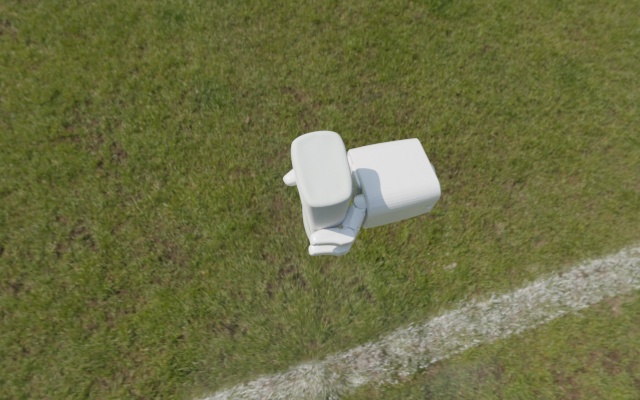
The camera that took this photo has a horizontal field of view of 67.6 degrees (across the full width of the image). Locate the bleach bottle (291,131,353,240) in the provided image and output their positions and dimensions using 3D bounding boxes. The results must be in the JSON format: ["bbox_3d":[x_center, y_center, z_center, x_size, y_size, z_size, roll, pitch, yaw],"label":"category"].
[{"bbox_3d":[0.000,0.002,0.689,0.068,0.102,0.251,-11,-18,-5],"label":"bleach bottle"}]
